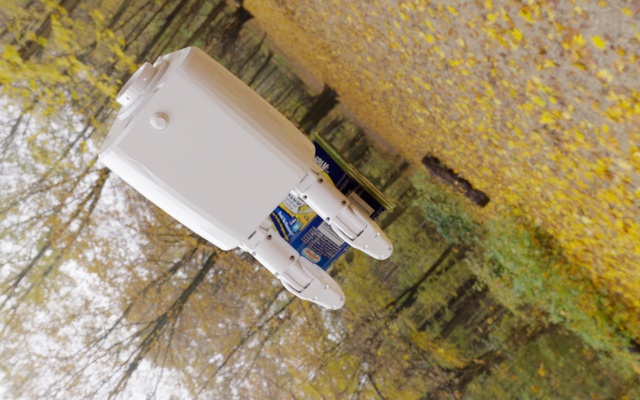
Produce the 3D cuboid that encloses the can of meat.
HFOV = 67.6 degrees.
[{"bbox_3d":[0.000,0.002,0.402,0.057,0.084,0.102,40,7,-35],"label":"can of meat"}]
